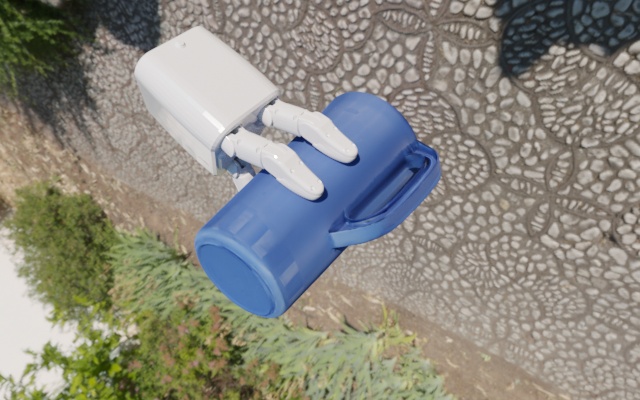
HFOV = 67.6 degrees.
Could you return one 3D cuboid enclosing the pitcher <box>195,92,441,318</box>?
[{"bbox_3d":[0.000,0.001,0.488,0.242,0.145,0.149,-46,-1,-34],"label":"pitcher"}]
